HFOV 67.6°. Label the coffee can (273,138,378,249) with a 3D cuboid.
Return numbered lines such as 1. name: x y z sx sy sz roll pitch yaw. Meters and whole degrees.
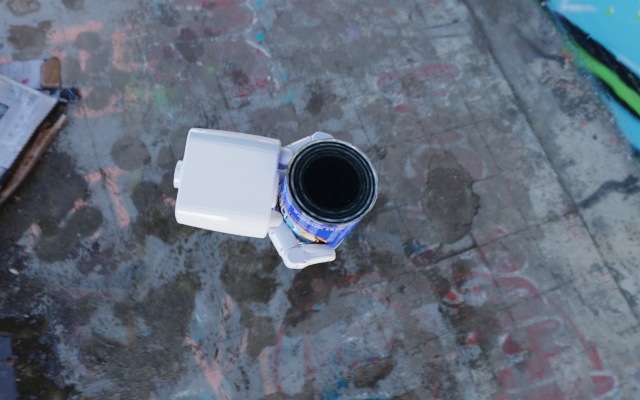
1. coffee can: 0.000 0.002 0.576 0.103 0.102 0.140 0 -20 -12
